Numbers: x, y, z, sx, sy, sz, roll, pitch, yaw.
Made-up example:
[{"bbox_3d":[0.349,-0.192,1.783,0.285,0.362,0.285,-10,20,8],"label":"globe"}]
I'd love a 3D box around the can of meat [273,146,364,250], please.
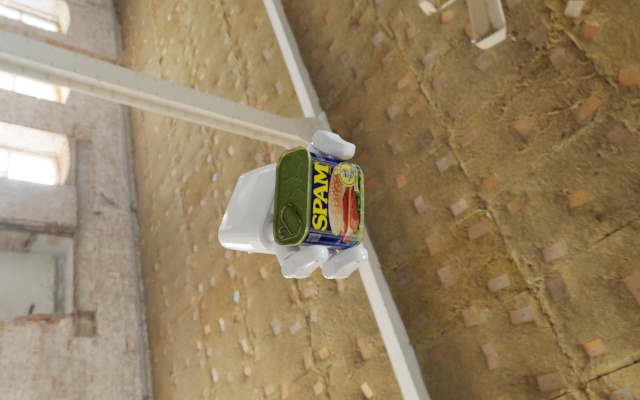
[{"bbox_3d":[0.000,0.002,0.515,0.084,0.102,0.057,11,-15,-40],"label":"can of meat"}]
